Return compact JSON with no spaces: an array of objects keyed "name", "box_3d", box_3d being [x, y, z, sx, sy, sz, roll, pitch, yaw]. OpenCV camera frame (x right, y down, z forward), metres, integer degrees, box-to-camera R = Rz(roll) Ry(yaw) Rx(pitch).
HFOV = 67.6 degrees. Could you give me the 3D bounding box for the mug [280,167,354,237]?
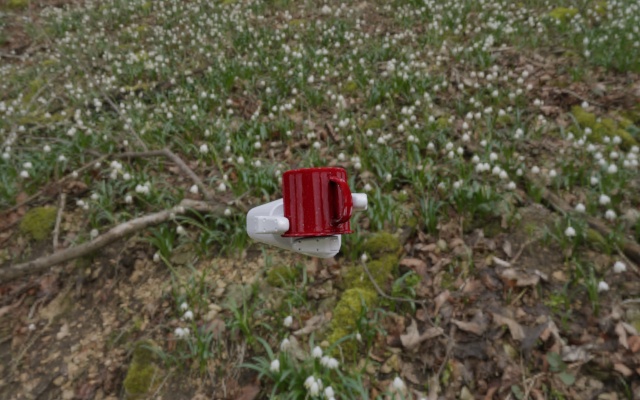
[{"name":"mug","box_3d":[0.001,0.002,0.589,0.093,0.081,0.117,-2,-2,-30]}]
